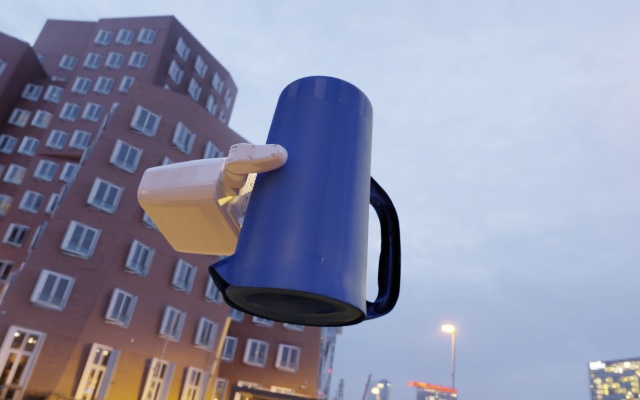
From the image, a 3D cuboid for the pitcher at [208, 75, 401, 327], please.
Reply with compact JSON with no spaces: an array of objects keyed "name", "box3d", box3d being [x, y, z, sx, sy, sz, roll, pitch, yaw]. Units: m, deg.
[{"name":"pitcher","box3d":[0.000,0.002,0.487,0.145,0.242,0.149,-3,-28,24]}]
